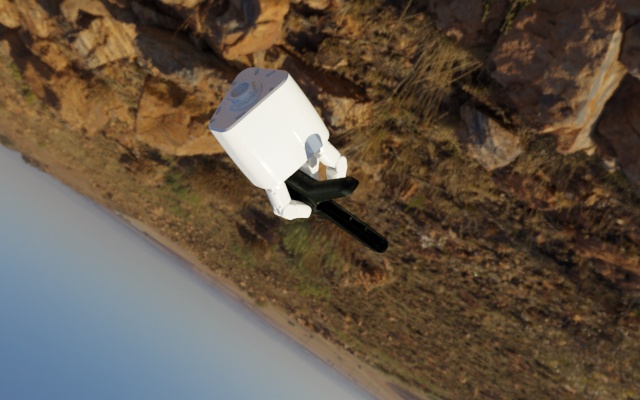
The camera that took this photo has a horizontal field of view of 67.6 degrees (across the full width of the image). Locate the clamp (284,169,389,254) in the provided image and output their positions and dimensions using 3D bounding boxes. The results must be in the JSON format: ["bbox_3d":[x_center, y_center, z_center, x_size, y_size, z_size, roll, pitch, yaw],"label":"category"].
[{"bbox_3d":[-0.001,0.003,0.684,0.210,0.036,0.165,20,-25,41],"label":"clamp"}]
